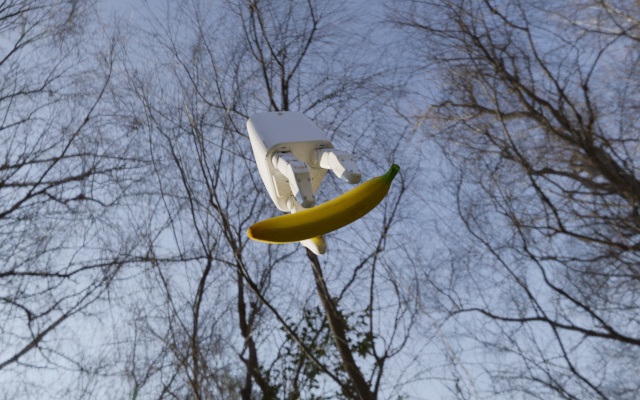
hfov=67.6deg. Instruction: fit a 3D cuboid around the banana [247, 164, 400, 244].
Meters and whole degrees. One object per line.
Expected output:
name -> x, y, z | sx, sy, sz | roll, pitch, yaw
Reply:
banana -> 0.007, 0.012, 0.591 | 0.198, 0.070, 0.037 | -25, 48, -7
